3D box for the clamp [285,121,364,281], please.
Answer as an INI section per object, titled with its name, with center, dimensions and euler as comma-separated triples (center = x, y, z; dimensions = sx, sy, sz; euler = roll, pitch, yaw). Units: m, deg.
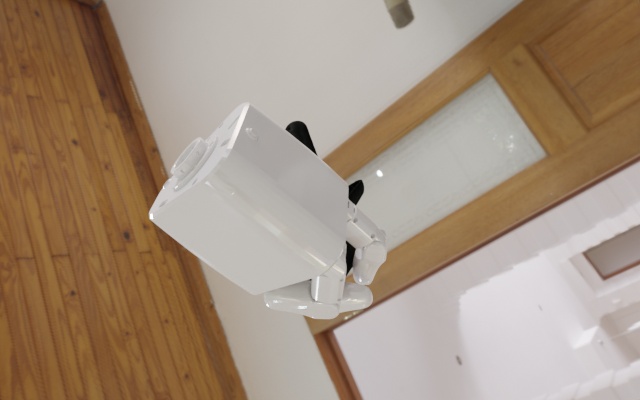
[clamp]
center = 0.000, 0.002, 0.455
dimensions = 0.039, 0.171, 0.120
euler = -35, -62, 28
